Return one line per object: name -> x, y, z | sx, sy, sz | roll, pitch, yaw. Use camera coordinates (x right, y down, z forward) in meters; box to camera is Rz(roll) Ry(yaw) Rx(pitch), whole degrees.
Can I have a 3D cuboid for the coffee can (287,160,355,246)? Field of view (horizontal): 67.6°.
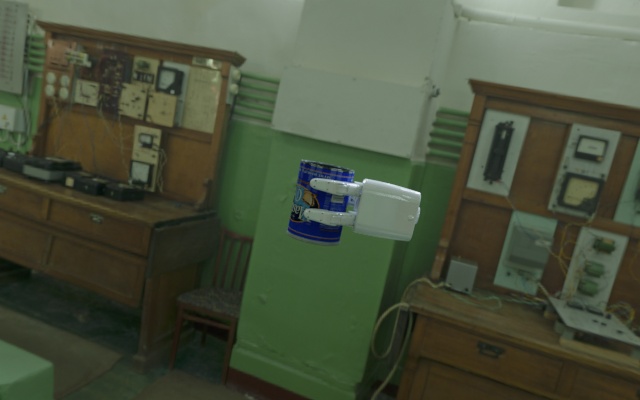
coffee can -> 0.000, 0.003, 0.891 | 0.103, 0.140, 0.103 | 12, 8, -2
